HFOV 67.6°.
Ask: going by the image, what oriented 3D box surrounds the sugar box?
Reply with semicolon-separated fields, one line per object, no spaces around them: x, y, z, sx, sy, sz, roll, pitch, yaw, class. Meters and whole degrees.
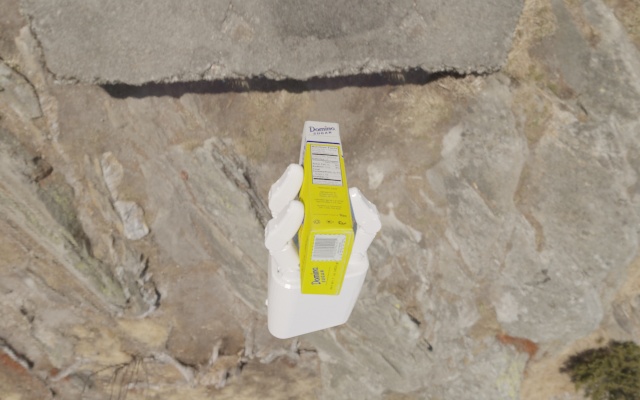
0.000;0.002;0.506;0.048;0.093;0.176;2;41;-9;sugar box
